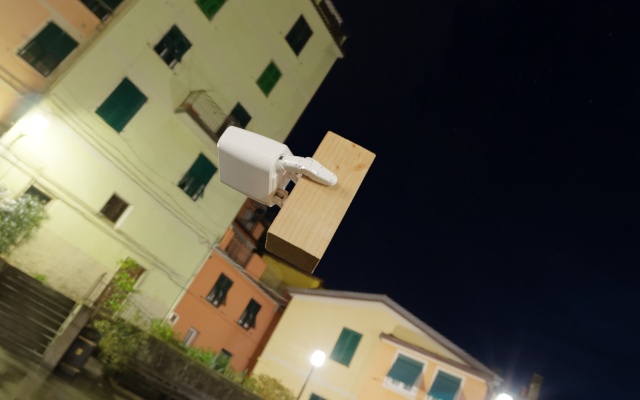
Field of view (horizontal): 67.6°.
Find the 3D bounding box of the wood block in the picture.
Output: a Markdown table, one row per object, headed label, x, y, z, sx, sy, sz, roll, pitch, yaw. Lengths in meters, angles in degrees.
| label | x | y | z | sx | sy | sz | roll | pitch | yaw |
| --- | --- | --- | --- | --- | --- | --- | --- | --- | --- |
| wood block | 0.000 | 0.002 | 0.785 | 0.090 | 0.206 | 0.091 | 28 | -24 | 3 |
